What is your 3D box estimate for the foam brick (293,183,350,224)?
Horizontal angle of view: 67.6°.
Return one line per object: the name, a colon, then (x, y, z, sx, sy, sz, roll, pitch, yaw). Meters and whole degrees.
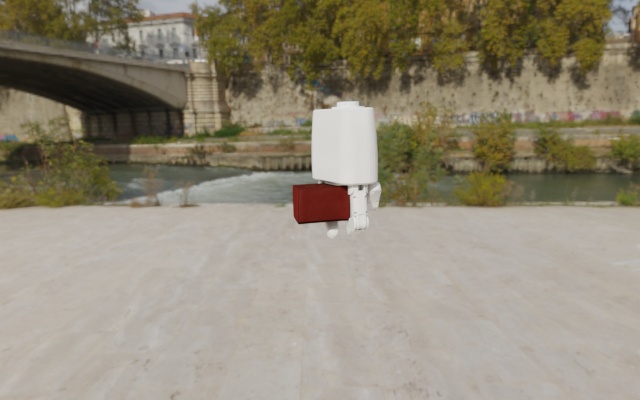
foam brick: (0.000, 0.002, 0.702, 0.078, 0.051, 0.053, -4, 11, -13)
